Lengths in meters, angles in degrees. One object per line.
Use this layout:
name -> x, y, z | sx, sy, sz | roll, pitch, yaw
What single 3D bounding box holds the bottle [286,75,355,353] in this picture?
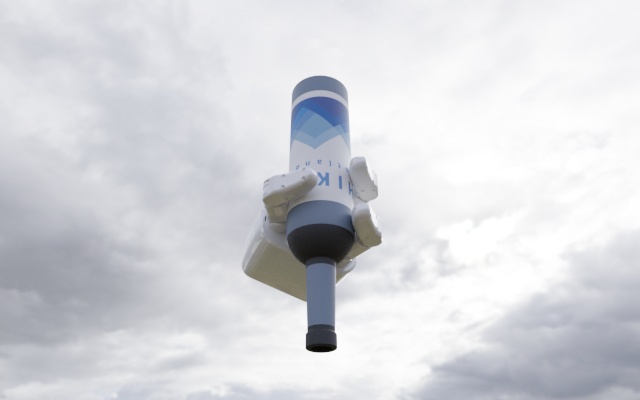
bottle -> 0.000, 0.001, 0.482 | 0.069, 0.295, 0.069 | 0, -32, 0
